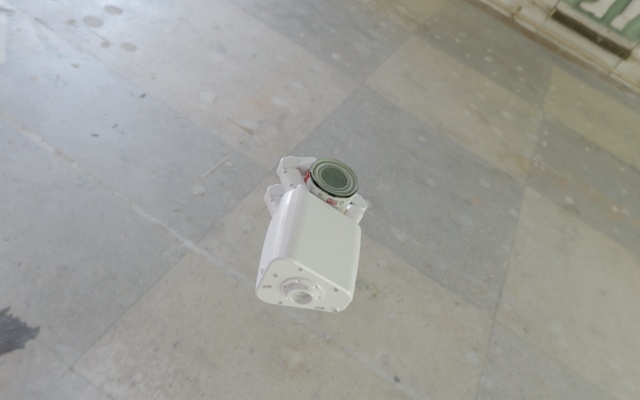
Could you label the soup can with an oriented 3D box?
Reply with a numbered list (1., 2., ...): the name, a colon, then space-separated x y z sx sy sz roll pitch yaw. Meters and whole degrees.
1. soup can: 0.000 0.002 0.628 0.068 0.068 0.102 0 -40 -27
